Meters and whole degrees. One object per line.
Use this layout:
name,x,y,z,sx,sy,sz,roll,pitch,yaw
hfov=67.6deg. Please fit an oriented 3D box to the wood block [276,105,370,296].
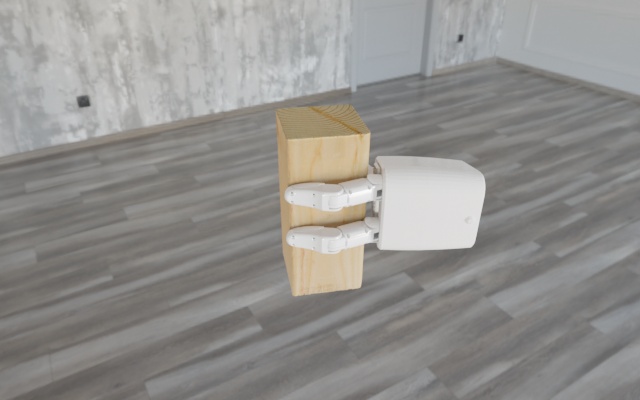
wood block,0.000,0.002,0.566,0.090,0.206,0.090,-5,31,-9
